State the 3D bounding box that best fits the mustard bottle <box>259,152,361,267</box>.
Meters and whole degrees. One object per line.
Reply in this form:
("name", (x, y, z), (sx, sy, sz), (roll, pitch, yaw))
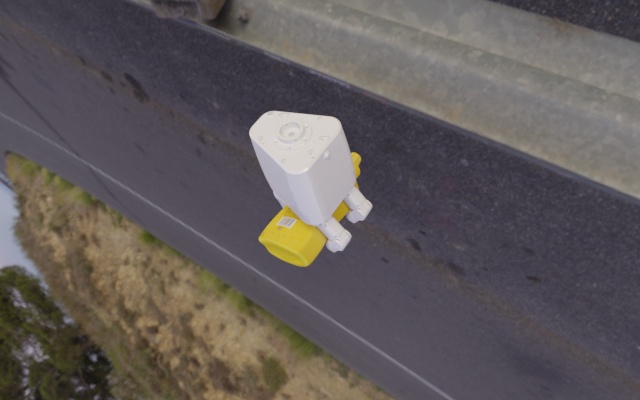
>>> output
("mustard bottle", (0.000, 0.003, 0.689), (0.096, 0.191, 0.058), (10, -35, 49))
